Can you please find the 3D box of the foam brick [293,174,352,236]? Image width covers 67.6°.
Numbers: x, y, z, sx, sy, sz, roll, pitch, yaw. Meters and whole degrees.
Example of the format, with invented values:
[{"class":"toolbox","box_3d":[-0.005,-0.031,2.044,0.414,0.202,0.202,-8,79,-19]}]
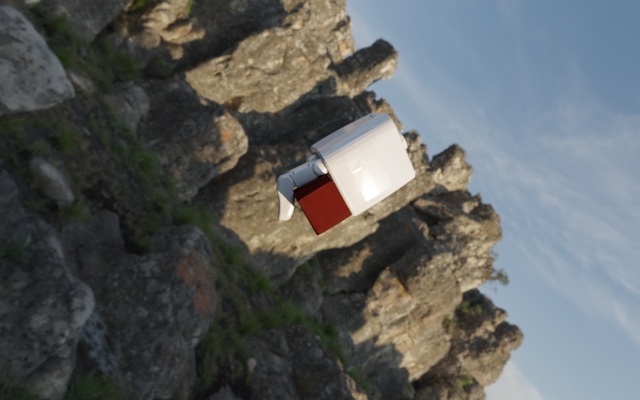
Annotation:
[{"class":"foam brick","box_3d":[0.000,0.002,0.611,0.051,0.053,0.078,-30,14,-2]}]
